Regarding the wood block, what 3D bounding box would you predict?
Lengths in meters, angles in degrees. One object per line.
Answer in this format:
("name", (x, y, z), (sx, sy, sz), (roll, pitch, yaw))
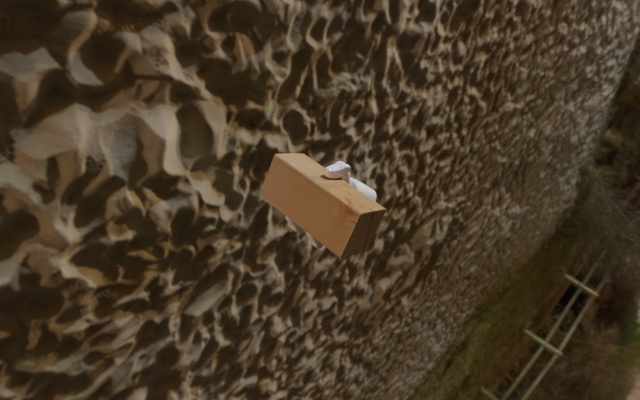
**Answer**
("wood block", (0.001, 0.003, 0.857), (0.206, 0.091, 0.090), (35, 24, 28))
